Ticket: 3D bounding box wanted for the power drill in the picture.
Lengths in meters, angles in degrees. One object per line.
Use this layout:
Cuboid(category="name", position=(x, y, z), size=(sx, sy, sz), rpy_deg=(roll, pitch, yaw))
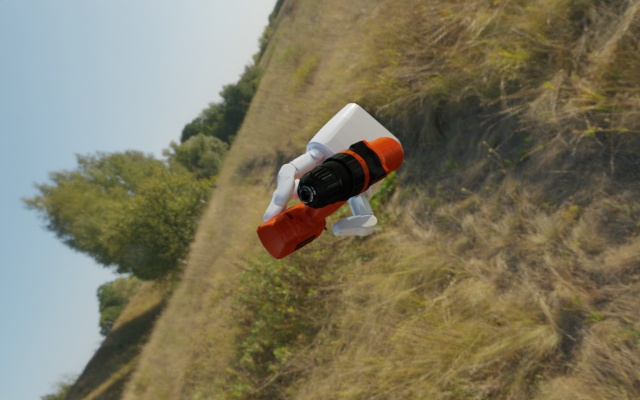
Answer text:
Cuboid(category="power drill", position=(0.000, 0.002, 0.583), size=(0.184, 0.057, 0.188), rpy_deg=(-26, -11, -48))
